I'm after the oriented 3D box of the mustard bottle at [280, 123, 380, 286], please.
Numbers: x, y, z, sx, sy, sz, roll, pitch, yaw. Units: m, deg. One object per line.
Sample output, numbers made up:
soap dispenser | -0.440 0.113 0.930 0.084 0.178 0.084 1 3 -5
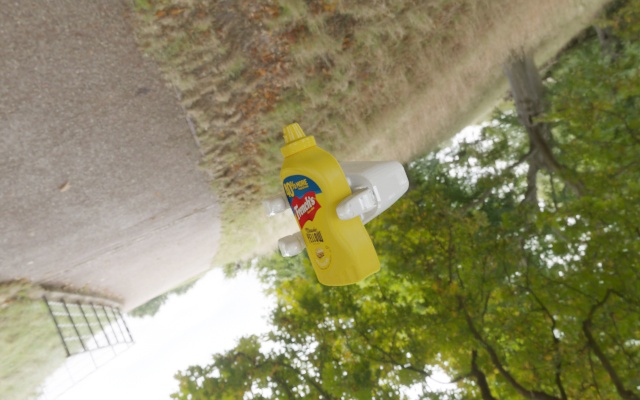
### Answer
mustard bottle | 0.000 0.002 0.557 0.058 0.191 0.096 -23 5 -30
